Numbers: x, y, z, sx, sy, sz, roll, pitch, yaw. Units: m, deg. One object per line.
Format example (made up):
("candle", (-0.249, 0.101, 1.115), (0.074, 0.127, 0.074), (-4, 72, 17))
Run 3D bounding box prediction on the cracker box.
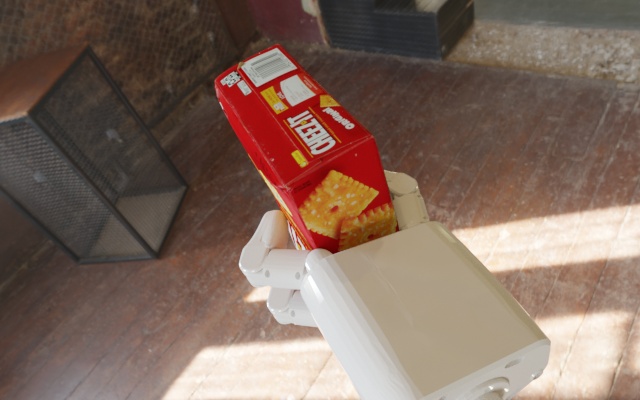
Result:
("cracker box", (0.000, 0.001, 0.404), (0.072, 0.214, 0.164), (-29, 45, -7))
